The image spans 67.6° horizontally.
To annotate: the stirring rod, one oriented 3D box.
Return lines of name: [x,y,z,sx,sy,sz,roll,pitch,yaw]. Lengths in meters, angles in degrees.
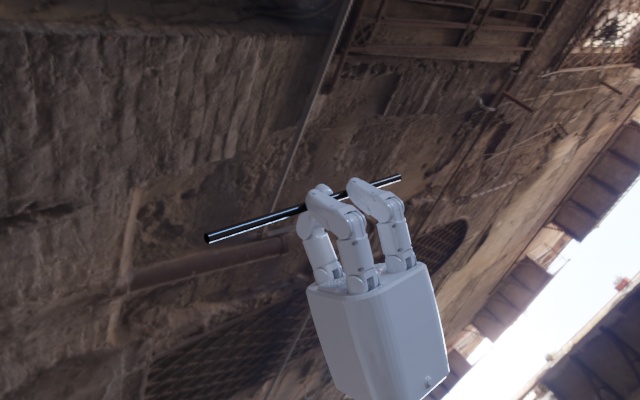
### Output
stirring rod: [0.000,0.002,0.435,0.239,0.011,0.011,-18,12,-43]
